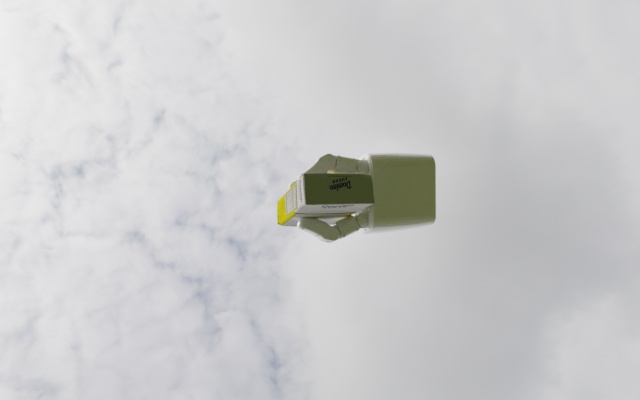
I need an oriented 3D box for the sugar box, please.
[{"bbox_3d":[0.000,0.002,0.667,0.093,0.048,0.176,-1,-13,-17],"label":"sugar box"}]
